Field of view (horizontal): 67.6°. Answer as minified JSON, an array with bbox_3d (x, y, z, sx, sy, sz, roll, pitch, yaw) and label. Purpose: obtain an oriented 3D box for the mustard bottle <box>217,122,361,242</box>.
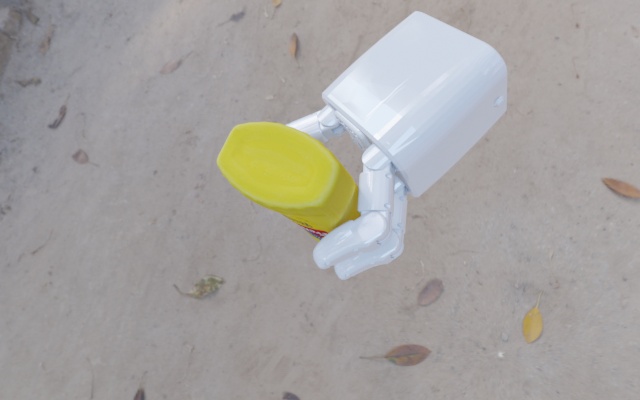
[{"bbox_3d":[0.000,0.002,0.404,0.096,0.058,0.192,21,-8,25],"label":"mustard bottle"}]
